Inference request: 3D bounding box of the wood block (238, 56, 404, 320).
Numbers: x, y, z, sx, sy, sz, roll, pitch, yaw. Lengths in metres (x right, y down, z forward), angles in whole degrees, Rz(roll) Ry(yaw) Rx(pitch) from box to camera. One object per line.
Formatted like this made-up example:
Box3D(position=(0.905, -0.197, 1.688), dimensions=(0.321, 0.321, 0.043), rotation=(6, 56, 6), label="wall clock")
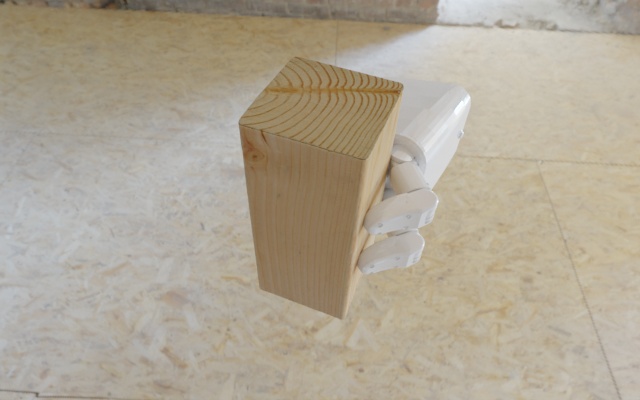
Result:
Box3D(position=(0.000, 0.001, 0.401), dimensions=(0.091, 0.090, 0.206), rotation=(18, -40, 14), label="wood block")
